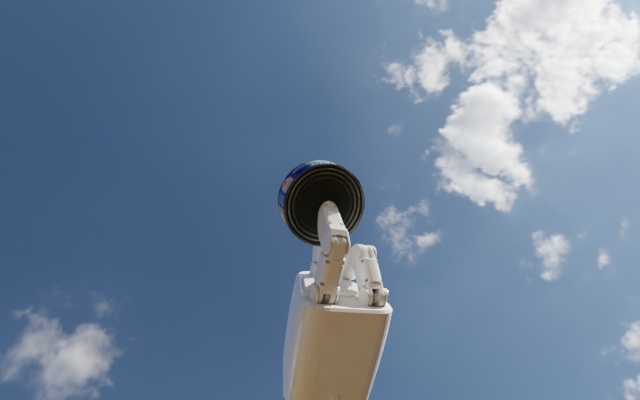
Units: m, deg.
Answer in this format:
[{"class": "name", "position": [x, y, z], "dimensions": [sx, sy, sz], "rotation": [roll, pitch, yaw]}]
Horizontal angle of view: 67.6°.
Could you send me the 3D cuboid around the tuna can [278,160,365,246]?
[{"class": "tuna can", "position": [0.000, 0.001, 0.495], "dimensions": [0.086, 0.086, 0.033], "rotation": [0, 14, -18]}]
